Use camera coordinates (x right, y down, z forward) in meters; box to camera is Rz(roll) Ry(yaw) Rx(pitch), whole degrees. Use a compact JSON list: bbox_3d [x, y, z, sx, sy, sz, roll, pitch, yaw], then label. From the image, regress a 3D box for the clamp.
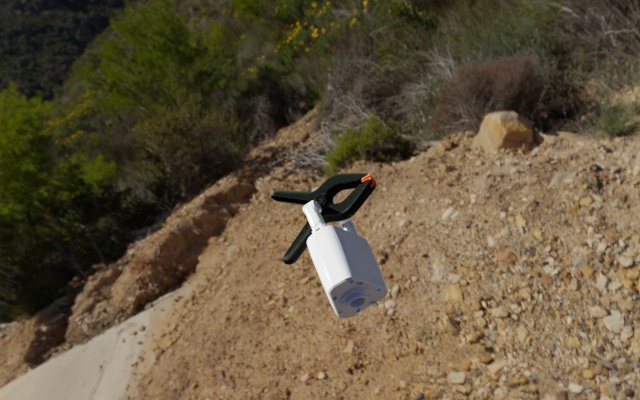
[{"bbox_3d":[0.000,0.002,0.870,0.210,0.164,0.036,-33,-40,11],"label":"clamp"}]
